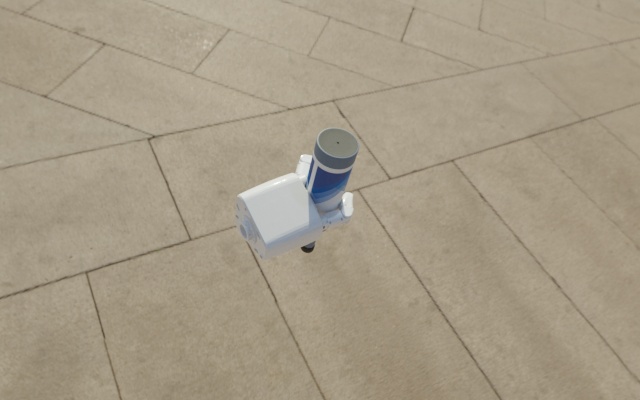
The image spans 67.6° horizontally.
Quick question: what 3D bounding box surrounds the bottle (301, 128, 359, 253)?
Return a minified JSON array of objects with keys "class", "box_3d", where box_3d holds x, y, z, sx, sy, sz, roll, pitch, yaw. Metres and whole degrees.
[{"class":"bottle","box_3d":[0.000,0.003,0.836,0.069,0.069,0.296,0,-38,-13]}]
